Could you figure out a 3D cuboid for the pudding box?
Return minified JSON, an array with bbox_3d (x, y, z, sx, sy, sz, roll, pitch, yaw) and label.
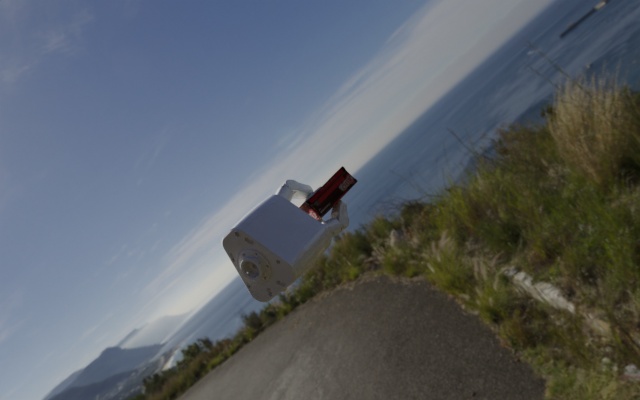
[{"bbox_3d":[0.000,0.002,0.756,0.090,0.039,0.113,-44,2,-26],"label":"pudding box"}]
